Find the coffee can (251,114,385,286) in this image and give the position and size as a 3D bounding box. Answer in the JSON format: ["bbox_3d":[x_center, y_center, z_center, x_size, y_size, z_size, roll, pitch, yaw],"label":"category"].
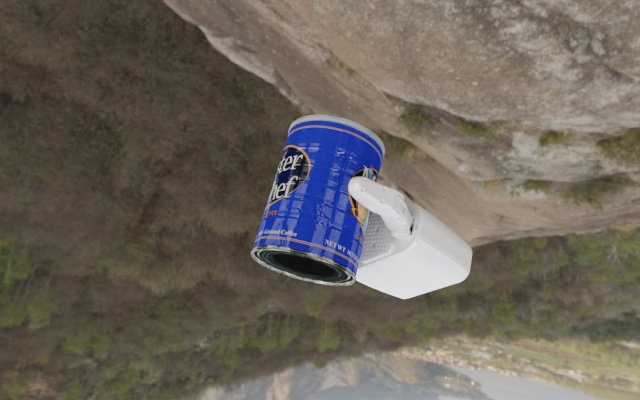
[{"bbox_3d":[0.000,0.001,0.474,0.103,0.140,0.103,13,-21,5],"label":"coffee can"}]
